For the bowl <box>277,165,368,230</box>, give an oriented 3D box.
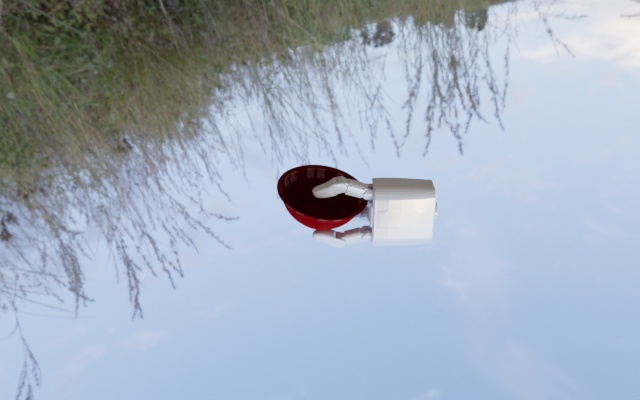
[{"bbox_3d":[-0.001,0.003,0.847,0.162,0.055,0.162,8,37,-6],"label":"bowl"}]
